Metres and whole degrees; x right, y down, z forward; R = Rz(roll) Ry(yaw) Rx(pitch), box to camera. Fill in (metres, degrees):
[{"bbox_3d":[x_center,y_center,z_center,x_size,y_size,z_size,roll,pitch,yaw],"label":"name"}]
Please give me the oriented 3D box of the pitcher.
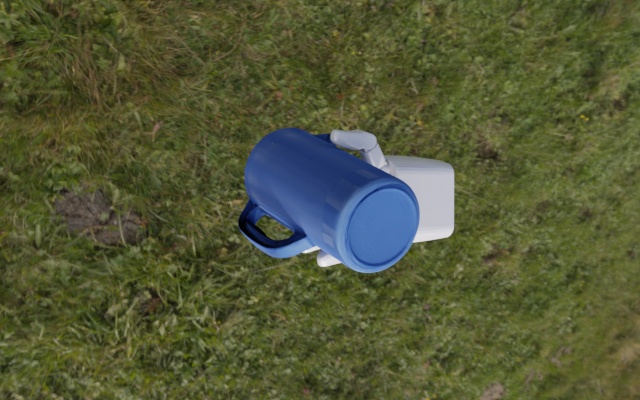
[{"bbox_3d":[0.000,0.002,0.592,0.145,0.149,0.242,1,16,-30],"label":"pitcher"}]
